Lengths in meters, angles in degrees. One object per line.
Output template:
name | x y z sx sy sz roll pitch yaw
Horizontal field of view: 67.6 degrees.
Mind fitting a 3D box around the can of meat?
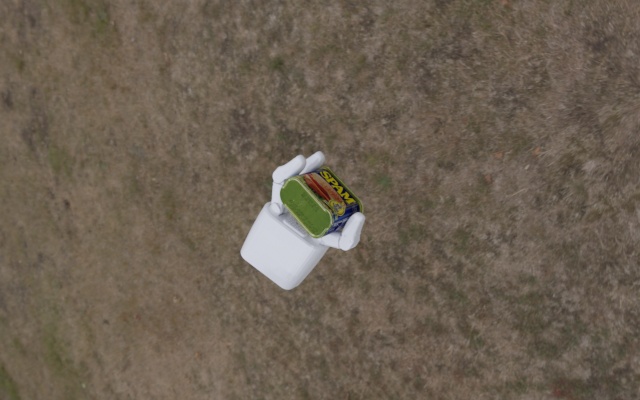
can of meat | 0.000 0.002 0.703 0.084 0.102 0.057 -18 -29 -53
